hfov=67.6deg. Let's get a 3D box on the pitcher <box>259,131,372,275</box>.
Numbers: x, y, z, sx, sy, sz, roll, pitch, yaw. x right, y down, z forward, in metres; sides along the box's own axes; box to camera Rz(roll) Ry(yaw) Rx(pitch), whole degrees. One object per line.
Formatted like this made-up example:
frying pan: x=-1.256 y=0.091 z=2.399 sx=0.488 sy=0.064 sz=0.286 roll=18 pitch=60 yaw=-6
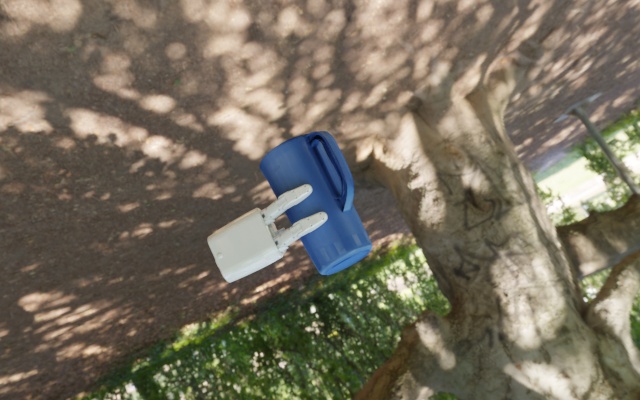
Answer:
pitcher: x=0.000 y=0.003 z=0.873 sx=0.145 sy=0.242 sz=0.149 roll=-28 pitch=-16 yaw=-1
